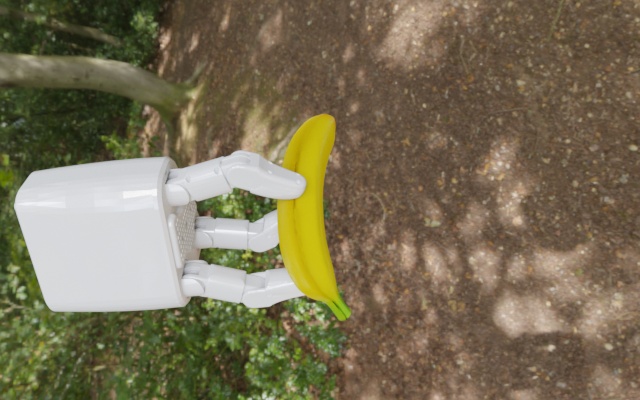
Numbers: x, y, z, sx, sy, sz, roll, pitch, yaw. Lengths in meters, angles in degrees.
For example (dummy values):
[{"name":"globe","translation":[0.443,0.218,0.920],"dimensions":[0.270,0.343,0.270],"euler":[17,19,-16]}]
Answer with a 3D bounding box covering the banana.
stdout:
[{"name":"banana","translation":[-0.008,-0.003,0.401],"dimensions":[0.037,0.197,0.070],"euler":[-14,-29,23]}]
